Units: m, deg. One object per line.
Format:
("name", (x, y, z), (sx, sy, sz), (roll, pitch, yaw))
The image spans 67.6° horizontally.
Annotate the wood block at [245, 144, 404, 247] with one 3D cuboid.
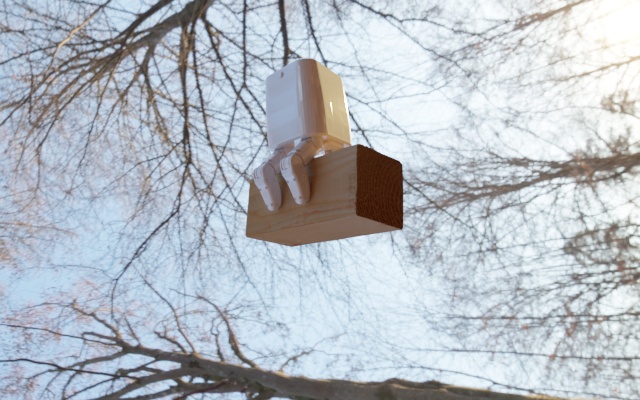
("wood block", (0.000, 0.002, 0.636), (0.091, 0.090, 0.206), (16, -21, -42))
